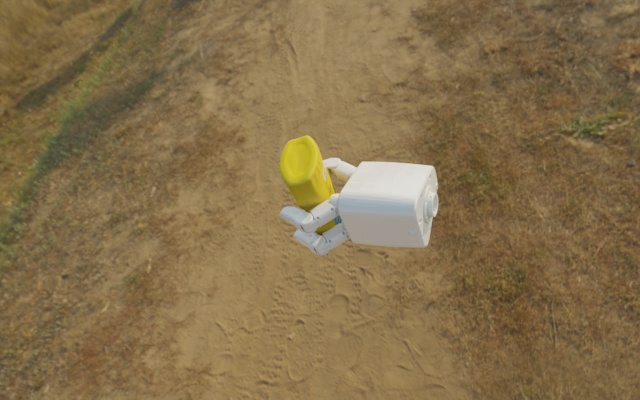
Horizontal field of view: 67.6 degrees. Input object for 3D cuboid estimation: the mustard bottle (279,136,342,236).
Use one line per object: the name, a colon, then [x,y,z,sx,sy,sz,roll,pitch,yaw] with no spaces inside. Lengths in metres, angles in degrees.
mustard bottle: [0.000,0.002,0.711,0.058,0.096,0.192,-16,-44,11]
